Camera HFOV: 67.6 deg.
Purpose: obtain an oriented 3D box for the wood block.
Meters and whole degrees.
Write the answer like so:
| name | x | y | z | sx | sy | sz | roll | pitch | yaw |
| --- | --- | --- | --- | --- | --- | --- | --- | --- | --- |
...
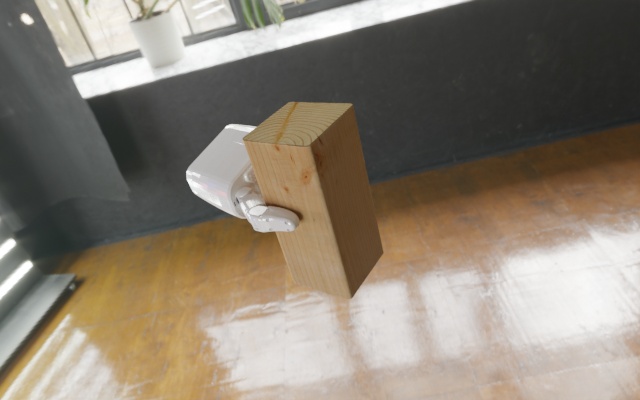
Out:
| name | x | y | z | sx | sy | sz | roll | pitch | yaw |
| --- | --- | --- | --- | --- | --- | --- | --- | --- | --- |
| wood block | 0.000 | 0.002 | 0.550 | 0.090 | 0.206 | 0.090 | 10 | 41 | 34 |
